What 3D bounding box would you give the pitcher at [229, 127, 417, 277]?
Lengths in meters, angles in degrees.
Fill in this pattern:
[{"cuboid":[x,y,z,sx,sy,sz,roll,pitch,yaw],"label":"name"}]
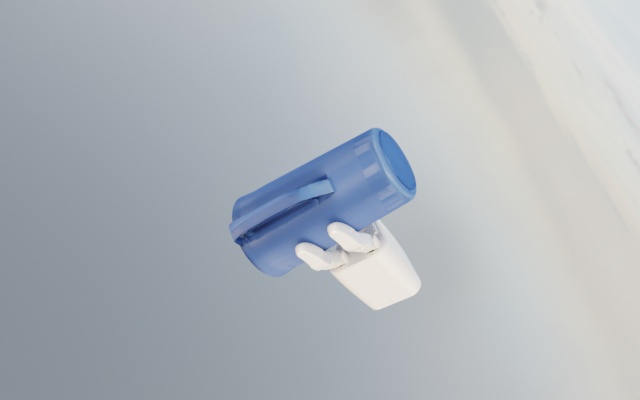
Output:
[{"cuboid":[0.000,0.002,0.658,0.243,0.145,0.149,-29,29,25],"label":"pitcher"}]
